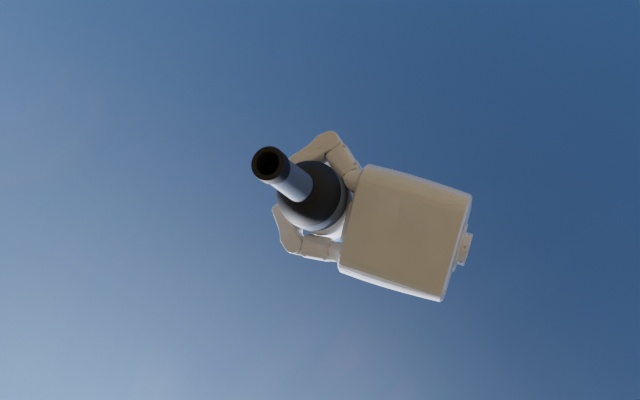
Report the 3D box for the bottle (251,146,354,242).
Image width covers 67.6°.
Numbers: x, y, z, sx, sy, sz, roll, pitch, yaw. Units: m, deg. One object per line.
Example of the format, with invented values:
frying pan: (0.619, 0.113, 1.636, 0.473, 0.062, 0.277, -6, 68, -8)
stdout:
bottle: (0.000, 0.002, 0.498, 0.069, 0.069, 0.296, 0, -12, 16)
